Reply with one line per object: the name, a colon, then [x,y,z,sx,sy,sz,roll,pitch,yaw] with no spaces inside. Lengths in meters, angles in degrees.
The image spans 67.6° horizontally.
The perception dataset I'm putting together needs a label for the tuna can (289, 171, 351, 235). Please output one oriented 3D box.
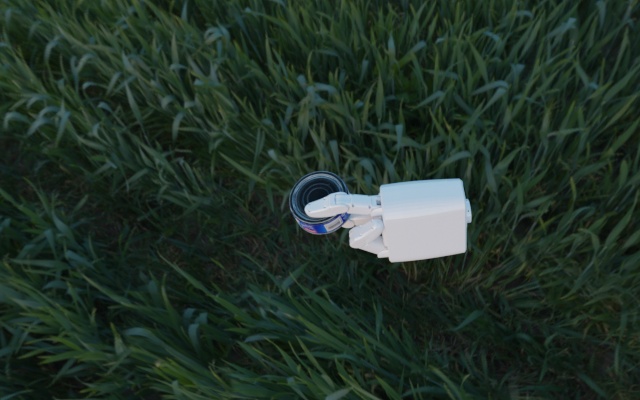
tuna can: [0.000,0.002,0.669,0.086,0.086,0.034,0,-27,16]
